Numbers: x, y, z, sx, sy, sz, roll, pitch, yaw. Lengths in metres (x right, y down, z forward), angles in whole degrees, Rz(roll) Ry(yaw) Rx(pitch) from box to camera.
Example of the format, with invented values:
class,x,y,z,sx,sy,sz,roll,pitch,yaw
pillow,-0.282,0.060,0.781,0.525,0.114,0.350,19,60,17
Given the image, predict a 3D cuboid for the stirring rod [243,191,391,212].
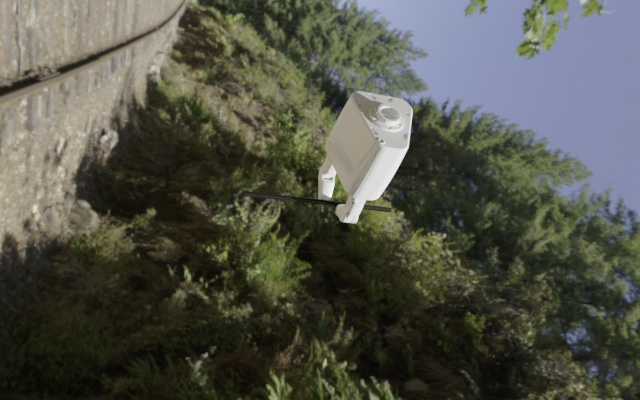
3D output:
class,x,y,z,sx,sy,sz,roll,pitch,yaw
stirring rod,0.000,0.002,0.747,0.239,0.011,0.011,6,-2,-17
